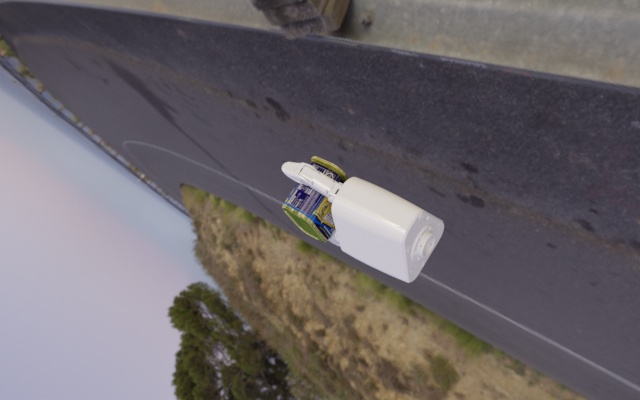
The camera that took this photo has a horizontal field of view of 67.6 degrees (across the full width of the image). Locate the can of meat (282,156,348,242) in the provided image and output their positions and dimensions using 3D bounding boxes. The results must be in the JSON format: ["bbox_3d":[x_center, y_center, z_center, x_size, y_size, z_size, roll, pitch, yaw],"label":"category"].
[{"bbox_3d":[0.000,0.002,0.668,0.057,0.084,0.102,27,-14,29],"label":"can of meat"}]
